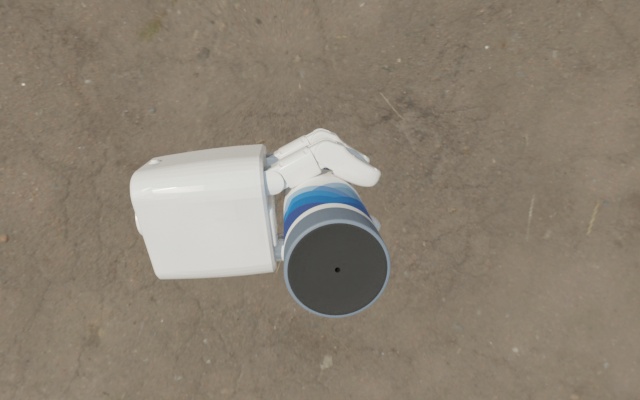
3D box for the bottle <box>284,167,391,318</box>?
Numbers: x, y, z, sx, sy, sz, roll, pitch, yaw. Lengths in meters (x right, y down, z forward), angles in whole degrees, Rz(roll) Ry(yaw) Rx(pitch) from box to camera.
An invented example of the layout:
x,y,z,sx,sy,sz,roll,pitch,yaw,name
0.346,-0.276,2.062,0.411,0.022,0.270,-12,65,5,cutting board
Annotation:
x,y,z,sx,sy,sz,roll,pitch,yaw,name
0.000,0.001,0.433,0.069,0.069,0.295,0,16,-4,bottle
